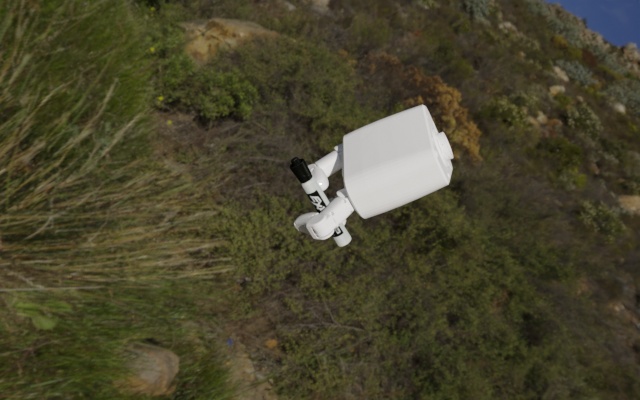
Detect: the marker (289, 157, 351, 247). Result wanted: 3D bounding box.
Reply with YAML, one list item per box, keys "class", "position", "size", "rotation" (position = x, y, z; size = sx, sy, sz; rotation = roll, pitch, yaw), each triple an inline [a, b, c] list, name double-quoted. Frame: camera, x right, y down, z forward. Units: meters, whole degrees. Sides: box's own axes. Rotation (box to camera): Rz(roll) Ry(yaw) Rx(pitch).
- class: "marker"
  position: [0.000, 0.002, 0.545]
  size: [0.020, 0.121, 0.020]
  rotation: [-26, 24, 12]
